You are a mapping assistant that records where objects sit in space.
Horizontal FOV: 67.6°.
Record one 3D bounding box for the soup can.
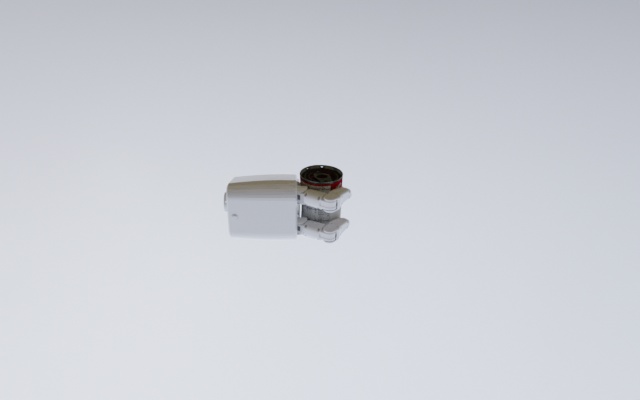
[{"bbox_3d":[0.001,0.003,0.766,0.068,0.102,0.068,1,27,-1],"label":"soup can"}]
